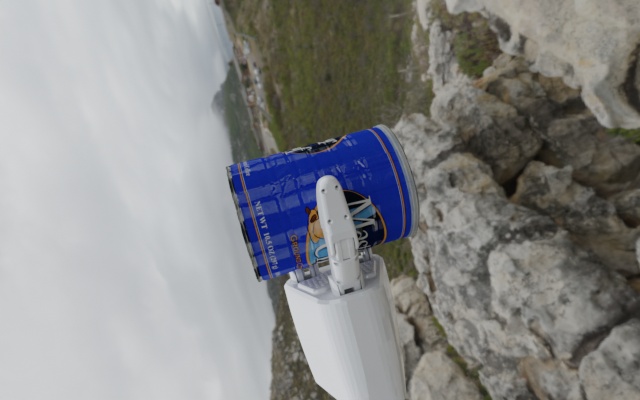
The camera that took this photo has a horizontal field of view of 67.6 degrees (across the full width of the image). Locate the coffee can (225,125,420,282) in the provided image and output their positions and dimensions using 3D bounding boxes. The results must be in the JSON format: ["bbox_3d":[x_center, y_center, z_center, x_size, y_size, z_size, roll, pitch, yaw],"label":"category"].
[{"bbox_3d":[0.000,0.001,0.415,0.140,0.103,0.103,-16,2,-8],"label":"coffee can"}]
